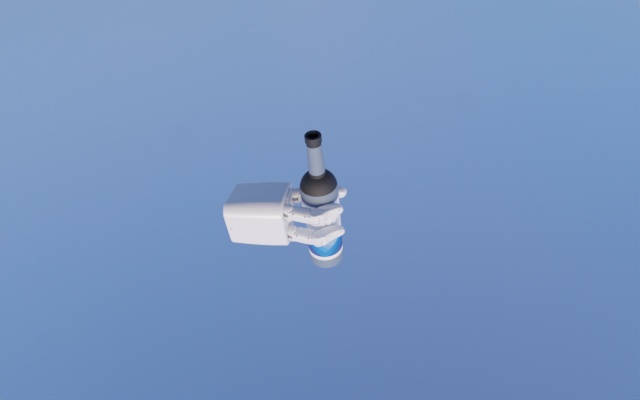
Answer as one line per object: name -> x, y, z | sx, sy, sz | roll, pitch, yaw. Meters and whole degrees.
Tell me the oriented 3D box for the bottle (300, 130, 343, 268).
bottle -> 0.000, 0.003, 0.852 | 0.069, 0.296, 0.069 | -3, 44, 3
